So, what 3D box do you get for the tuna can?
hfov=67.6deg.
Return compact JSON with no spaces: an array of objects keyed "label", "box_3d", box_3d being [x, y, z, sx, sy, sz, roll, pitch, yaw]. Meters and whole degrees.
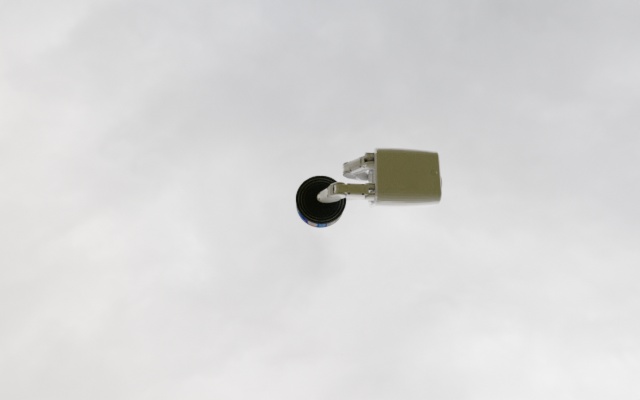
[{"label":"tuna can","box_3d":[0.000,0.003,0.813,0.086,0.086,0.034,0,-18,-3]}]
